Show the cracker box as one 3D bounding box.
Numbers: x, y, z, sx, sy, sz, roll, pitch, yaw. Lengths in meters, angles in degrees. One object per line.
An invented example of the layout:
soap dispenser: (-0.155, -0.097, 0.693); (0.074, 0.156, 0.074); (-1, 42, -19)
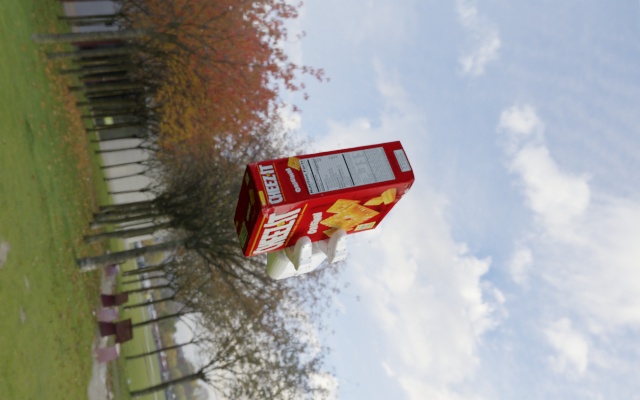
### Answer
cracker box: (0.000, 0.002, 0.655); (0.213, 0.072, 0.164); (-11, -23, -21)
